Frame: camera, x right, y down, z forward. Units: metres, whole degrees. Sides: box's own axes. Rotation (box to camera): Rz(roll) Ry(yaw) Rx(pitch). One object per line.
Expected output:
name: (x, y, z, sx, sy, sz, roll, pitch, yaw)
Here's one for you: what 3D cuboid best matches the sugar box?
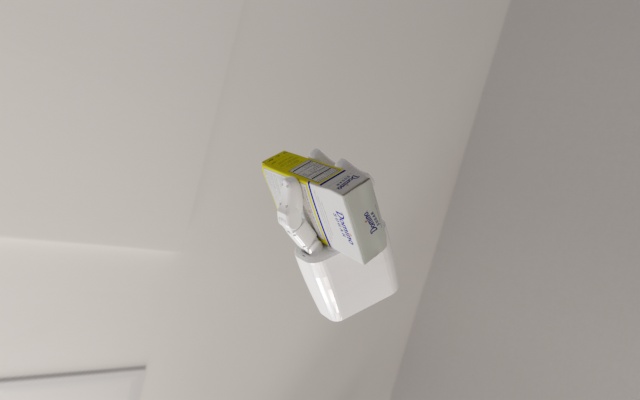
sugar box: (0.000, 0.002, 0.568, 0.048, 0.093, 0.176, -34, 32, -26)
